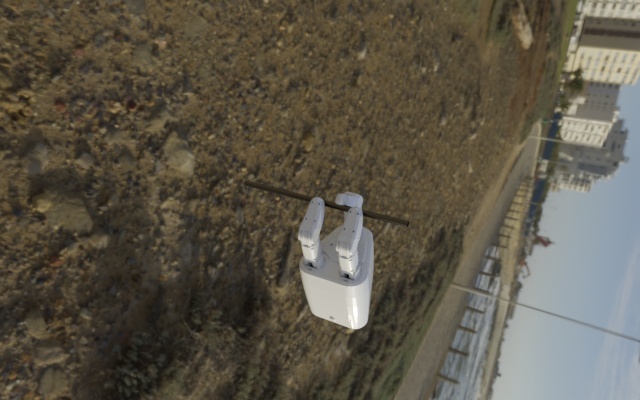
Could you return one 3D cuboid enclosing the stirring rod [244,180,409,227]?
[{"bbox_3d":[0.000,0.002,0.630,0.239,0.011,0.011,14,6,24],"label":"stirring rod"}]
